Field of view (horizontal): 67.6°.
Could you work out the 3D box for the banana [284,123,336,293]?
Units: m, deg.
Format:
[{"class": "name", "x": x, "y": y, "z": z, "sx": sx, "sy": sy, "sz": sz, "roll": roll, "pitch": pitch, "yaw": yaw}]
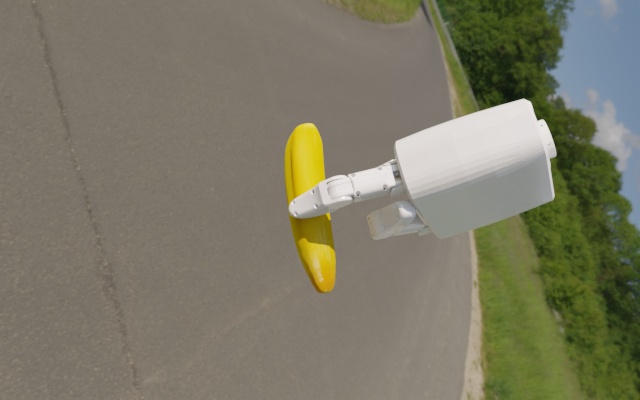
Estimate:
[{"class": "banana", "x": -0.009, "y": -0.011, "z": 0.461, "sx": 0.037, "sy": 0.197, "sz": 0.070, "roll": -19, "pitch": -40, "yaw": 19}]
